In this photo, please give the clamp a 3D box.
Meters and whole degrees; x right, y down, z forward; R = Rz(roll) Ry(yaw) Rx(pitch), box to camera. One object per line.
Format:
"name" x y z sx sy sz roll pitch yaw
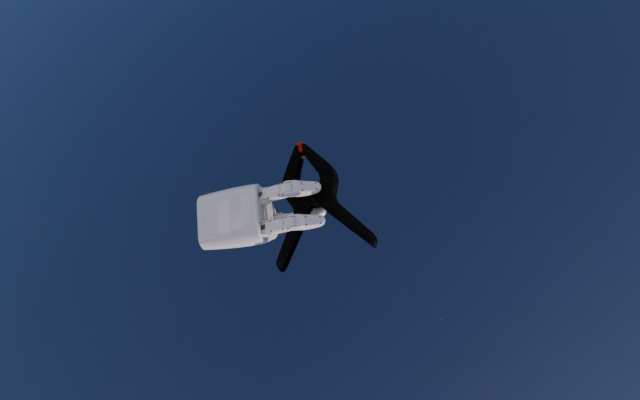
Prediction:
"clamp" 0.000 0.002 0.778 0.164 0.210 0.036 -9 -15 9
